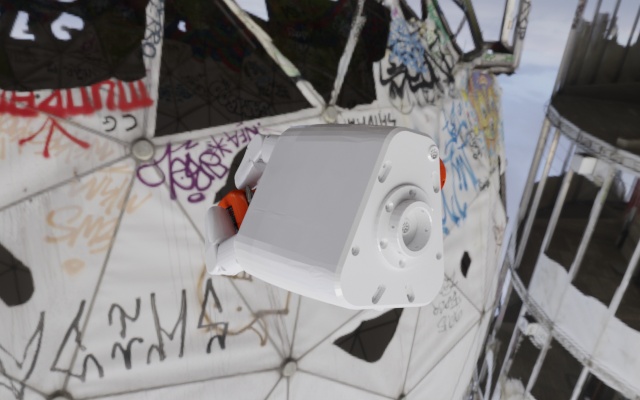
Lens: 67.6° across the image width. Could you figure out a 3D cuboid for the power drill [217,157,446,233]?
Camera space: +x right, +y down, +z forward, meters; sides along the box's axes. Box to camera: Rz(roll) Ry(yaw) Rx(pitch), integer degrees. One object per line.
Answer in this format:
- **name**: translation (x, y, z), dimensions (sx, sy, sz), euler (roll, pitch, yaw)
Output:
- **power drill**: translation (0.000, 0.002, 0.459), dimensions (0.187, 0.057, 0.184), euler (-17, -3, -20)
